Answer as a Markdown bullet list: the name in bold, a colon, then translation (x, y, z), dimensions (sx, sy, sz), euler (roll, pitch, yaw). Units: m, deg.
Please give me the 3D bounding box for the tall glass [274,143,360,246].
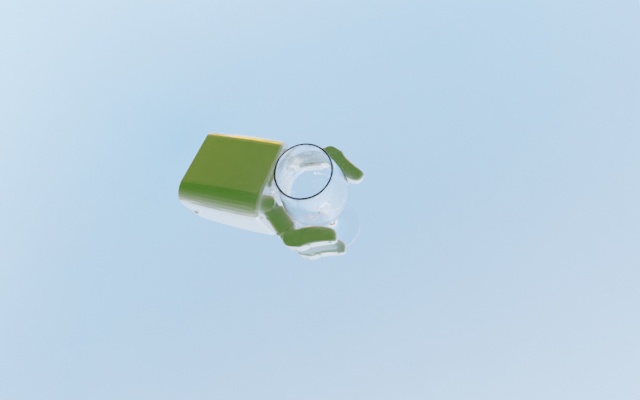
- **tall glass**: translation (0.000, 0.002, 0.572), dimensions (0.079, 0.079, 0.201), euler (0, -19, 11)
